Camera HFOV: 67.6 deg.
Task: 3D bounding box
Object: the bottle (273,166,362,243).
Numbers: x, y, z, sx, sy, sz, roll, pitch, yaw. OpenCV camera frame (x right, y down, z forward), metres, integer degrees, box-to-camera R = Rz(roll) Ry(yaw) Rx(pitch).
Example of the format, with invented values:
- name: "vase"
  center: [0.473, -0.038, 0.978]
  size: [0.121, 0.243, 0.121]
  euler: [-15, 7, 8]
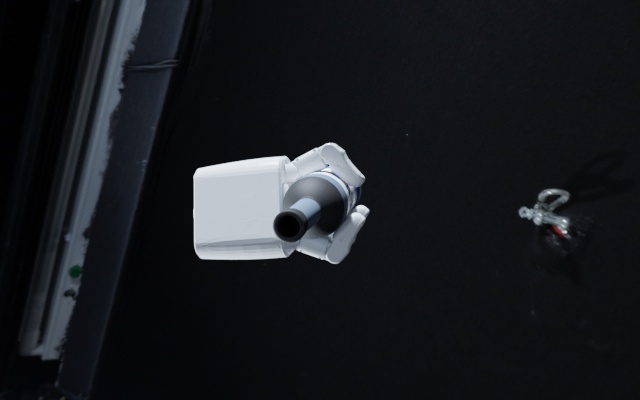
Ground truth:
- name: "bottle"
  center: [0.000, 0.002, 0.531]
  size: [0.069, 0.069, 0.295]
  euler: [0, 8, 10]
